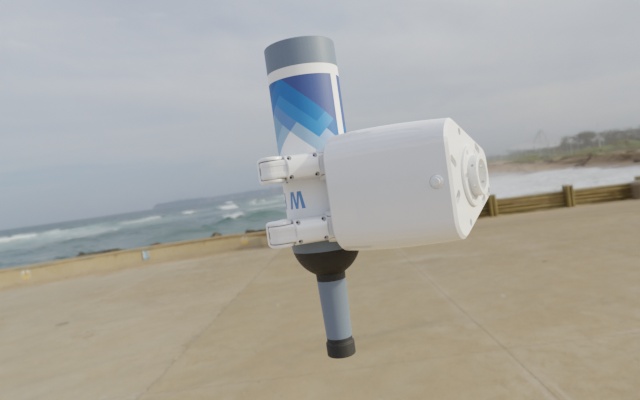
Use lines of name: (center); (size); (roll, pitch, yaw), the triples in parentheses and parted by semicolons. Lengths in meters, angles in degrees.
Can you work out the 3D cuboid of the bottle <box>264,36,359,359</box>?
bottle: (0.000, 0.001, 0.454); (0.069, 0.296, 0.069); (-8, 2, 0)
